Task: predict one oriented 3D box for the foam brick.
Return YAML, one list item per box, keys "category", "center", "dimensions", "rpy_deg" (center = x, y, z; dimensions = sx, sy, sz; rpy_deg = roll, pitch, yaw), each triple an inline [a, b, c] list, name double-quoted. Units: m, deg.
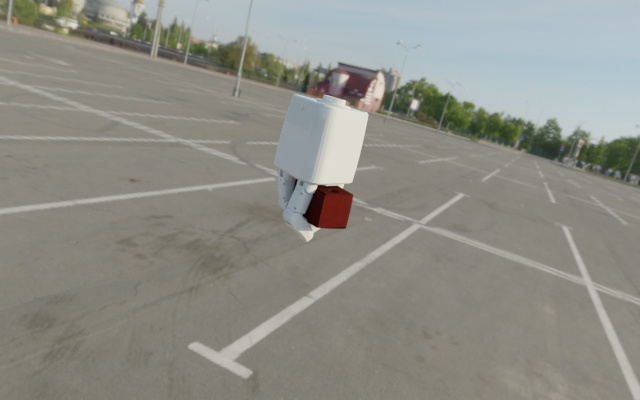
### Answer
- category: "foam brick"
  center: [0.000, 0.002, 0.681]
  dimensions: [0.053, 0.051, 0.078]
  rpy_deg: [2, 19, -38]
